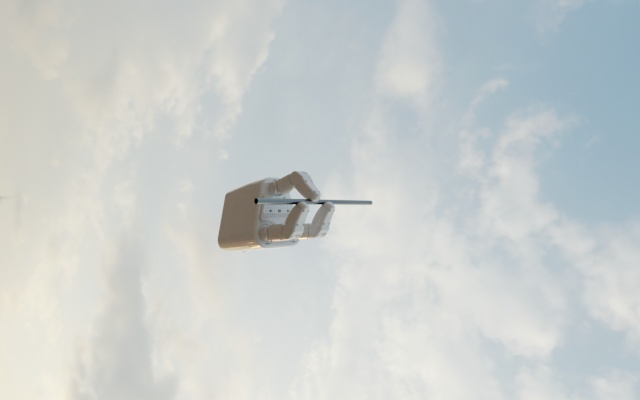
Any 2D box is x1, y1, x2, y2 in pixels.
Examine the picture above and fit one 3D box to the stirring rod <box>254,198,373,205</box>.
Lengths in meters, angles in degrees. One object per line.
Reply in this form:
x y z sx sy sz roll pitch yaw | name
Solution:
0.000 0.002 0.702 0.011 0.011 0.239 0 -1 44 | stirring rod
